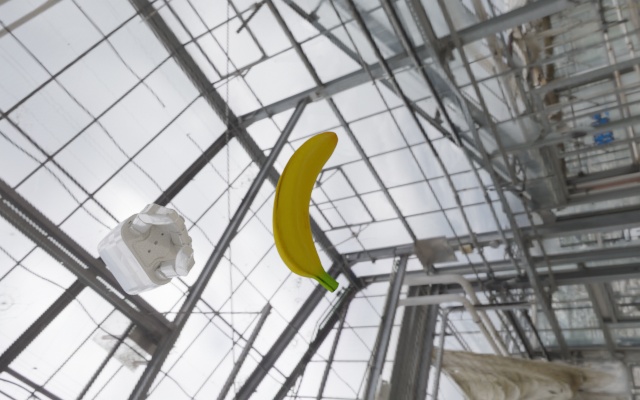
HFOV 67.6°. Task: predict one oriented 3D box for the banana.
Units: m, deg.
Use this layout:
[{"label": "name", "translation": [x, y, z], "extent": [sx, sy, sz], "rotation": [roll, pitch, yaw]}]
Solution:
[{"label": "banana", "translation": [-0.016, -0.001, 0.499], "extent": [0.069, 0.197, 0.037], "rotation": [20, -36, -27]}]
